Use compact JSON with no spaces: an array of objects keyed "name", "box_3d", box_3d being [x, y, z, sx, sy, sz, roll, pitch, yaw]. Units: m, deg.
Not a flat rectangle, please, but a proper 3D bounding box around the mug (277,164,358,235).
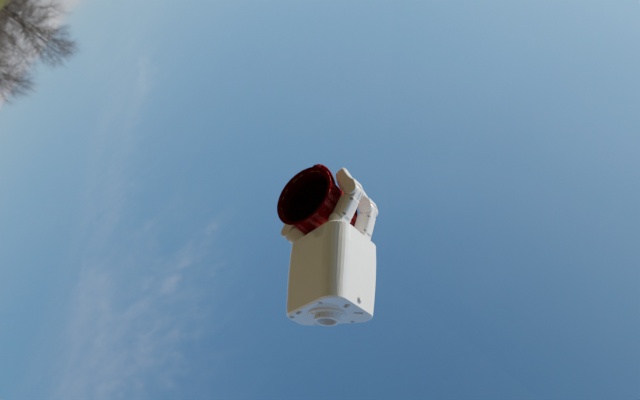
[{"name":"mug","box_3d":[0.000,0.001,0.688,0.093,0.117,0.081,-19,-41,32]}]
